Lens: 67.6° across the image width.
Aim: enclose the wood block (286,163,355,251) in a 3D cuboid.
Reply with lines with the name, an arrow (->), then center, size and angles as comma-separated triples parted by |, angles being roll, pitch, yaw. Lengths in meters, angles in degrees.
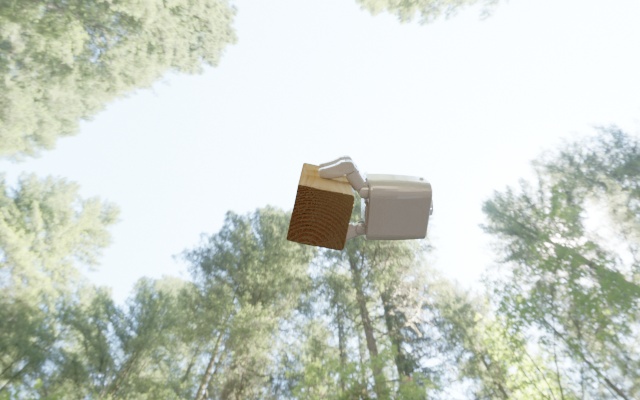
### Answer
wood block -> 0.000, 0.003, 0.808 | 0.090, 0.091, 0.206 | 11, 13, -2
